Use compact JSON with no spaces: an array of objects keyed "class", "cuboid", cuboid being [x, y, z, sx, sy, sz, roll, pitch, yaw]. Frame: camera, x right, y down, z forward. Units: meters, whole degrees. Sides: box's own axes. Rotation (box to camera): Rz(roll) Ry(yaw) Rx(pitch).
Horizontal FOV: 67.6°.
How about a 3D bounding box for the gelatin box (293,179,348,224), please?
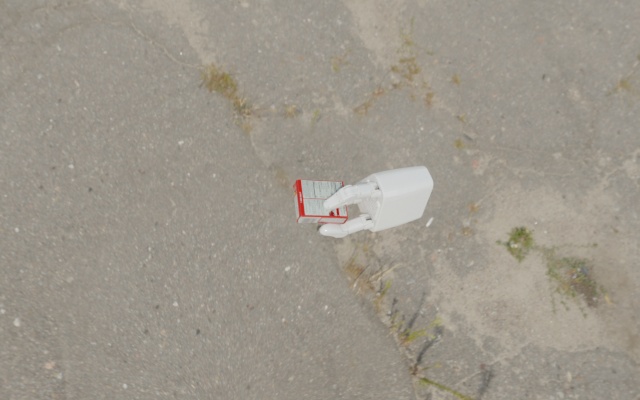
[{"class":"gelatin box","cuboid":[0.000,0.003,0.832,0.089,0.073,0.030,2,-28,-19]}]
